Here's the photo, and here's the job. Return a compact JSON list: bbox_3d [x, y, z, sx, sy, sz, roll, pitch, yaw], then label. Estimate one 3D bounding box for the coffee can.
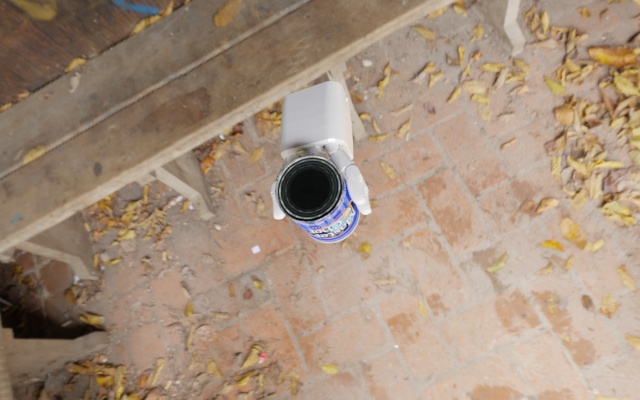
[{"bbox_3d":[0.000,0.003,0.747,0.103,0.102,0.140,0,-17,15],"label":"coffee can"}]
